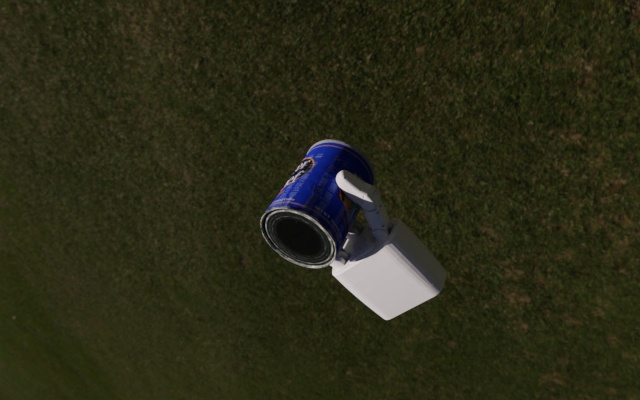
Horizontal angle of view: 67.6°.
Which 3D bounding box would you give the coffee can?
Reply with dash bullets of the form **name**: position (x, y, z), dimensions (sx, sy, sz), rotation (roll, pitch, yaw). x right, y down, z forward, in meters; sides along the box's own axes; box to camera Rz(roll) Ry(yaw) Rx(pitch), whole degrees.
- **coffee can**: position (0.000, 0.002, 0.620), dimensions (0.103, 0.103, 0.140), rotation (0, 40, 32)
